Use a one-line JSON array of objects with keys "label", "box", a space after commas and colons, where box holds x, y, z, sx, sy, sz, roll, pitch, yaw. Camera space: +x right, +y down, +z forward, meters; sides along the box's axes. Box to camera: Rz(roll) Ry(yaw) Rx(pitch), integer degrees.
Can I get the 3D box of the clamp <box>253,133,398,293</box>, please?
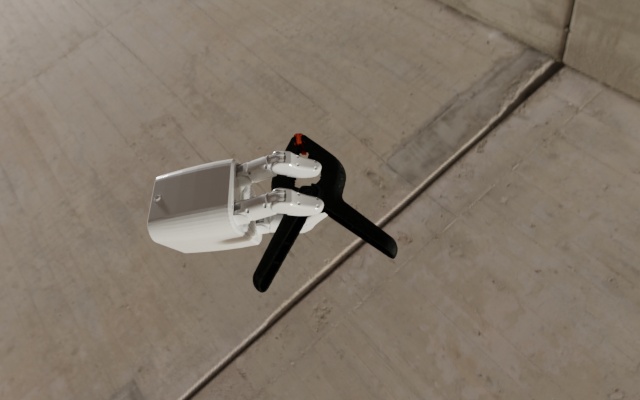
[{"label": "clamp", "box": [0.000, 0.002, 0.576, 0.164, 0.209, 0.036, -9, -34, 8]}]
